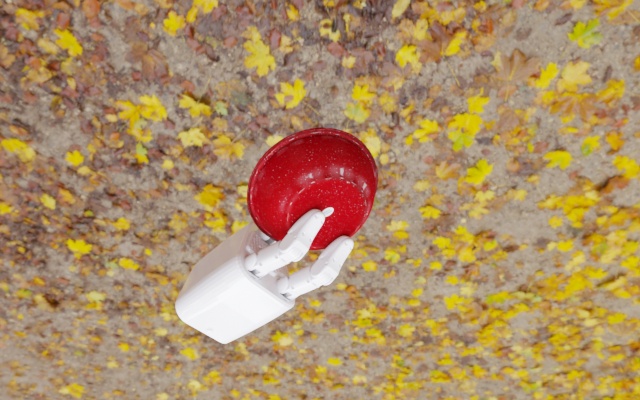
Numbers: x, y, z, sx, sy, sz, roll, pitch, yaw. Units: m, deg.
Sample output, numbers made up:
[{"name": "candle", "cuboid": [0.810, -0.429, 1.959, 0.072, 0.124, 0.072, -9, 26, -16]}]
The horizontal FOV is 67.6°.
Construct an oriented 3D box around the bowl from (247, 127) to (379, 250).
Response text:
[{"name": "bowl", "cuboid": [0.001, 0.001, 0.544, 0.162, 0.162, 0.055, 0, 30, -19]}]
